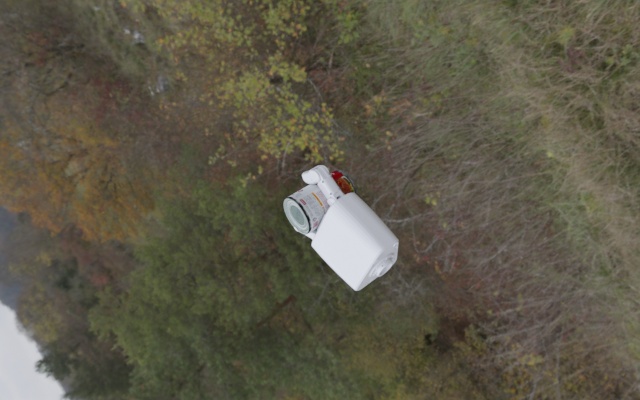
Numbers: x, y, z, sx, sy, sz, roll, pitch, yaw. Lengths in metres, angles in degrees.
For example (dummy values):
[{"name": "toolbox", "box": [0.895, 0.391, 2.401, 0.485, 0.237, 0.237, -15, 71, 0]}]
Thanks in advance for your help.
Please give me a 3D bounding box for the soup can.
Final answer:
[{"name": "soup can", "box": [0.000, 0.002, 0.771, 0.102, 0.068, 0.068, -31, 15, -27]}]
